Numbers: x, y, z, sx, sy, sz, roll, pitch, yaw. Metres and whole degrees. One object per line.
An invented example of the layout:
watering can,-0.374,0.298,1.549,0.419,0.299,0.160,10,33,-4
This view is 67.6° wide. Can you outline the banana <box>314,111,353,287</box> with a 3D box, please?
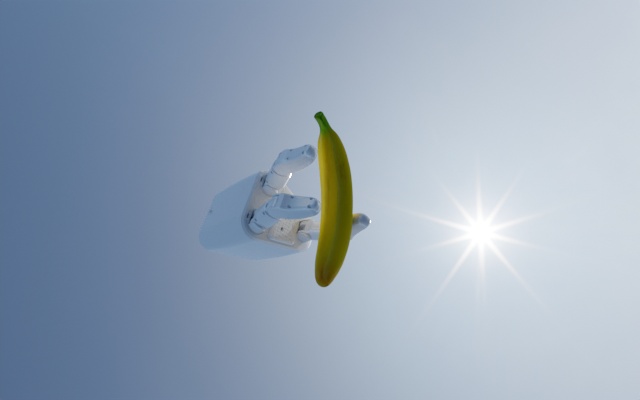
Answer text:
banana,0.011,0.002,0.551,0.037,0.197,0.069,-13,-18,35
